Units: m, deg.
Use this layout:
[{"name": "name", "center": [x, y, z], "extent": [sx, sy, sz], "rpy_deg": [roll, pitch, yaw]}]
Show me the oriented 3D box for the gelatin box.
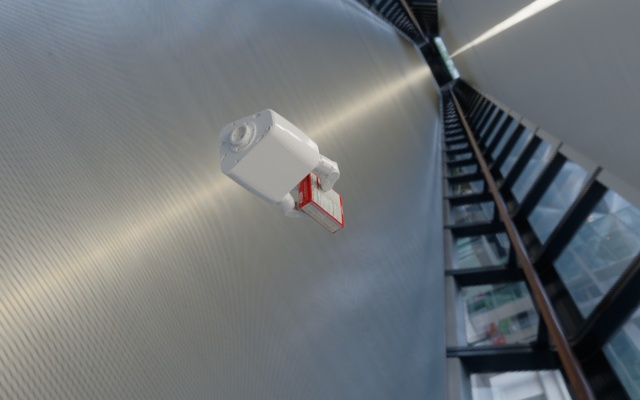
[{"name": "gelatin box", "center": [0.001, 0.003, 0.803], "extent": [0.030, 0.073, 0.089], "rpy_deg": [-33, -52, 26]}]
